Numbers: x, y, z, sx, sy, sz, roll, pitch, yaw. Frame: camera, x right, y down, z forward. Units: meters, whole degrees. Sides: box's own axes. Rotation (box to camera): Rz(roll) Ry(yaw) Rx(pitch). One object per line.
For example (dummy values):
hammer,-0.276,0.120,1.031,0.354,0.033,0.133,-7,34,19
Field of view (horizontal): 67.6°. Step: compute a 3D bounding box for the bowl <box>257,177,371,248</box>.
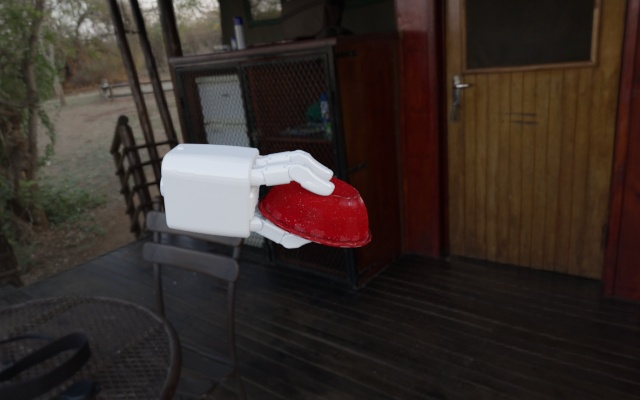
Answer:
bowl,0.001,0.002,0.644,0.162,0.055,0.162,17,17,-5
